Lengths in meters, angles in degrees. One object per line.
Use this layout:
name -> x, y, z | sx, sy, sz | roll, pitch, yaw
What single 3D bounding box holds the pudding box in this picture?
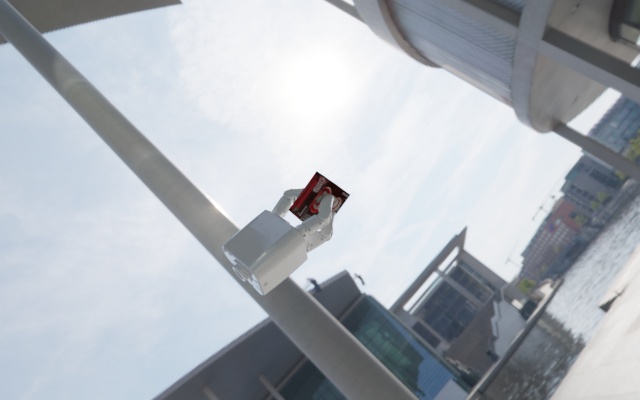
pudding box -> 0.000, 0.003, 0.895 | 0.039, 0.090, 0.113 | 38, 4, 25
